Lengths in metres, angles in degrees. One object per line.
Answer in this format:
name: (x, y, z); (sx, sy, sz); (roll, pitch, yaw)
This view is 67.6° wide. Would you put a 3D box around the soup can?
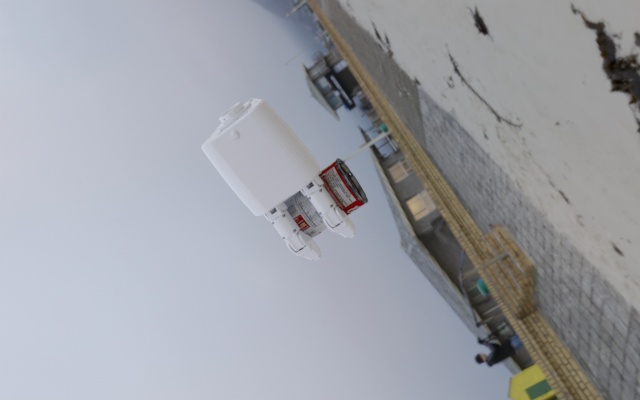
soup can: (0.000, 0.002, 0.613); (0.102, 0.068, 0.068); (-34, -8, 12)
